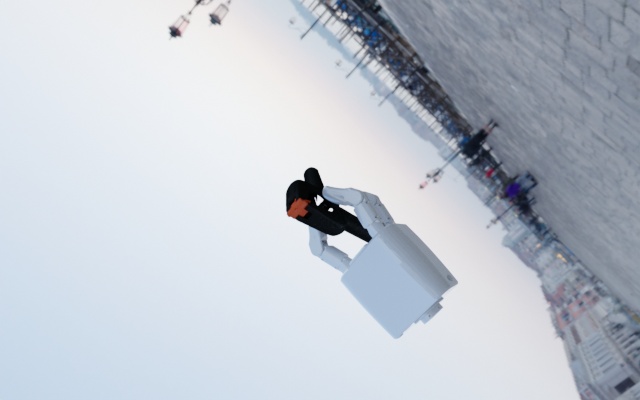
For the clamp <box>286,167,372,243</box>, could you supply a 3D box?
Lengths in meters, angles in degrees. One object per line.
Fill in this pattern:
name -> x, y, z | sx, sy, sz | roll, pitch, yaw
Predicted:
clamp -> 0.000, 0.003, 0.666 | 0.164, 0.036, 0.210 | 45, 15, 21
